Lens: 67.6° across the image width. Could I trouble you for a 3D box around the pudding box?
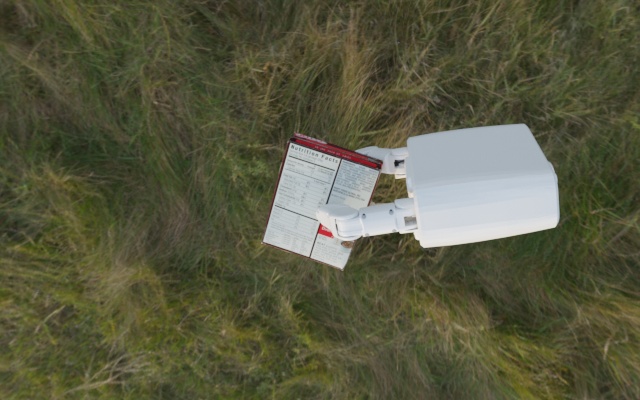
[{"bbox_3d":[0.000,0.002,0.458,0.090,0.113,0.039,19,20,3],"label":"pudding box"}]
